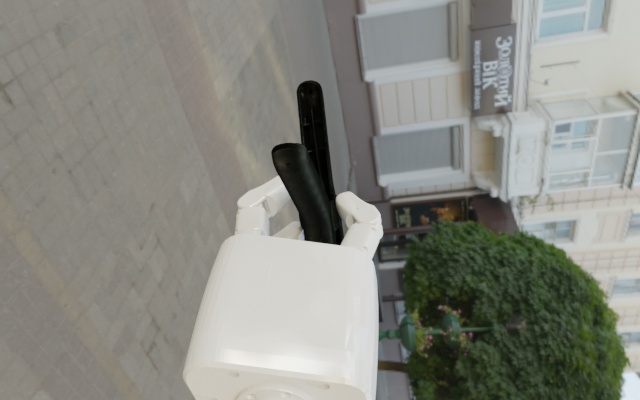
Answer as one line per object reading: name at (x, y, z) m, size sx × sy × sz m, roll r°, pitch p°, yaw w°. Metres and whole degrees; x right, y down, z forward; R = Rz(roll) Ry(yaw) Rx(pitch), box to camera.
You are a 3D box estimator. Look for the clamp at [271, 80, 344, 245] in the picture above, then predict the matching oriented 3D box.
clamp at (0.001, 0.002, 0.440) m, size 0.036 × 0.210 × 0.164 m, roll -6°, pitch 36°, yaw 10°
